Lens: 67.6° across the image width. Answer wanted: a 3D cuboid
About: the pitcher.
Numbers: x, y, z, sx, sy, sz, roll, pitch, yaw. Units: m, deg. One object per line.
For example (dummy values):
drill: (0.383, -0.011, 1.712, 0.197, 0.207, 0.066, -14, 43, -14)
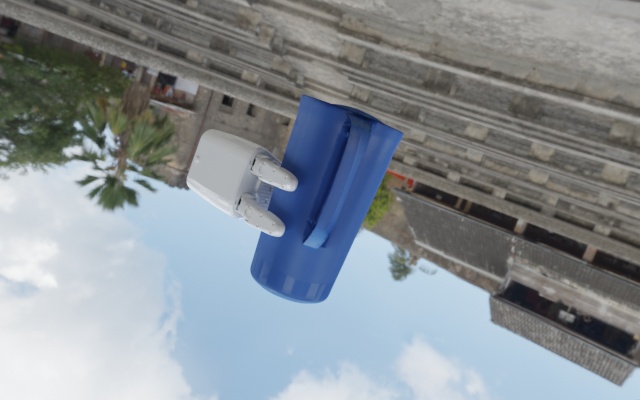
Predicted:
pitcher: (0.000, 0.002, 0.589, 0.145, 0.243, 0.149, 26, 10, 35)
